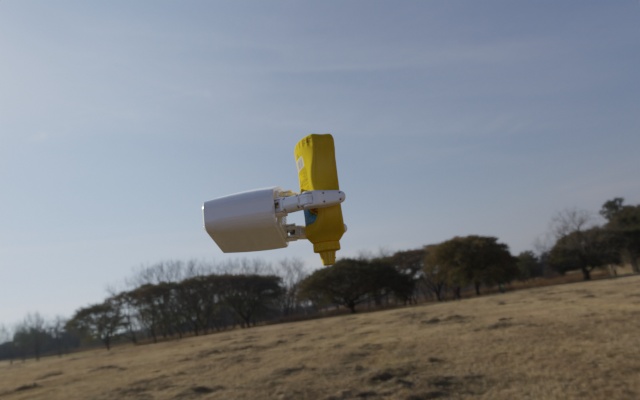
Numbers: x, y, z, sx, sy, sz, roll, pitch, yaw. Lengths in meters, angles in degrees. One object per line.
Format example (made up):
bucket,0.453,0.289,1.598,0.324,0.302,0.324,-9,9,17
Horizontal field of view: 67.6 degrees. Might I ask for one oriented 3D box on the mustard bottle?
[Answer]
mustard bottle,0.000,0.002,0.723,0.058,0.191,0.096,-3,-13,-19
